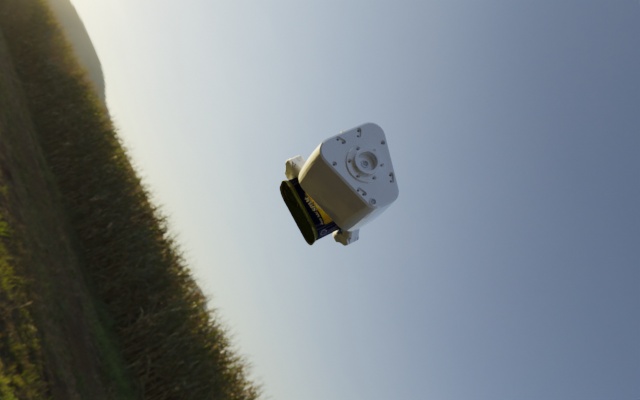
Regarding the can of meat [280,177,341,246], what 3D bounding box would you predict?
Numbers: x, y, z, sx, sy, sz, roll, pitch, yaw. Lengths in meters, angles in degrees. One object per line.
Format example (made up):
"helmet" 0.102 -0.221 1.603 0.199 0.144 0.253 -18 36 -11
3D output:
"can of meat" 0.000 0.002 0.712 0.084 0.102 0.057 -25 -12 -20
